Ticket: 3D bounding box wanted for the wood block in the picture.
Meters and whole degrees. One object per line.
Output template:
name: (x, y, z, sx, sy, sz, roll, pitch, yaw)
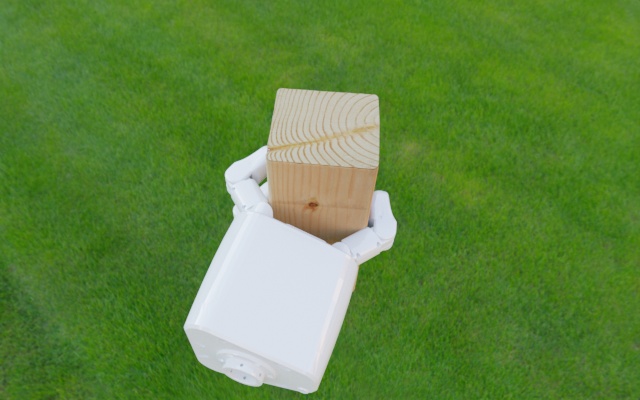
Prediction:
wood block: (0.000, 0.002, 0.473, 0.091, 0.090, 0.206, 5, -38, 0)
